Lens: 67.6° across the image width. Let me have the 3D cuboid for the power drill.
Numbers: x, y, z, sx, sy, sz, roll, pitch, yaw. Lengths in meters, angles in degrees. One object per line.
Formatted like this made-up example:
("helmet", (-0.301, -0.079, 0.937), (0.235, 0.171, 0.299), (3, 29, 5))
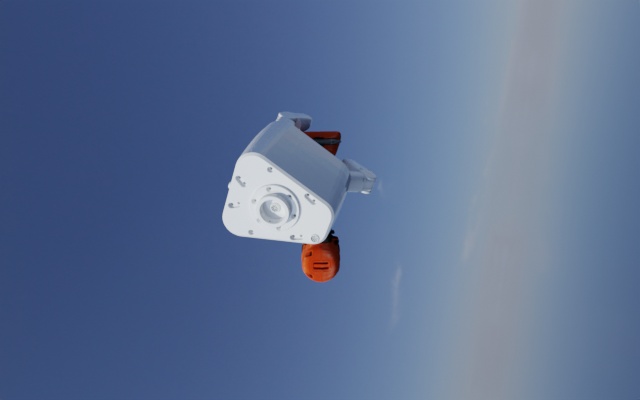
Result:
("power drill", (0.000, 0.002, 0.643), (0.057, 0.187, 0.184), (-3, 5, -2))
